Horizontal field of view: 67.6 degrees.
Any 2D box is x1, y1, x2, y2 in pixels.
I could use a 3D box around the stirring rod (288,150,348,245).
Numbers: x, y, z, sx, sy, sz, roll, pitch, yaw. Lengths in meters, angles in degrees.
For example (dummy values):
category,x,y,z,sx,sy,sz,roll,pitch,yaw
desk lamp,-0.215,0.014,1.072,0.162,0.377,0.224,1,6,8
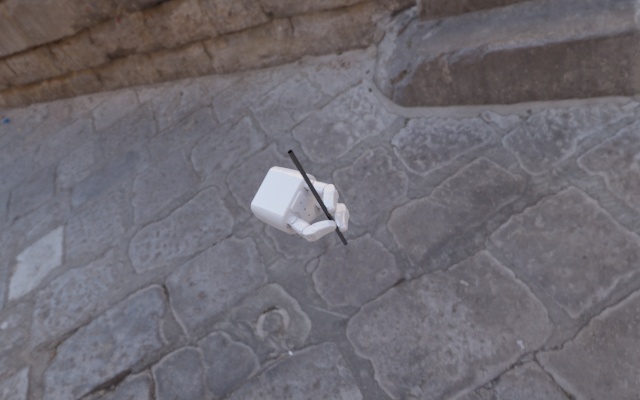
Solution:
category,x,y,z,sx,sy,sz,roll,pitch,yaw
stirring rod,0.000,0.003,0.819,0.011,0.011,0.240,0,-41,31
